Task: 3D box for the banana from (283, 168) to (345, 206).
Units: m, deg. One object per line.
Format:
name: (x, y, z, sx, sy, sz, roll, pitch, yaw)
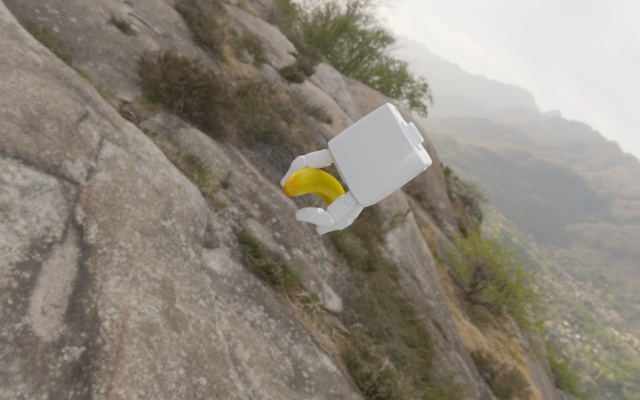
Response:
banana: (0.000, -0.014, 0.736, 0.037, 0.069, 0.198, -16, -24, 23)
